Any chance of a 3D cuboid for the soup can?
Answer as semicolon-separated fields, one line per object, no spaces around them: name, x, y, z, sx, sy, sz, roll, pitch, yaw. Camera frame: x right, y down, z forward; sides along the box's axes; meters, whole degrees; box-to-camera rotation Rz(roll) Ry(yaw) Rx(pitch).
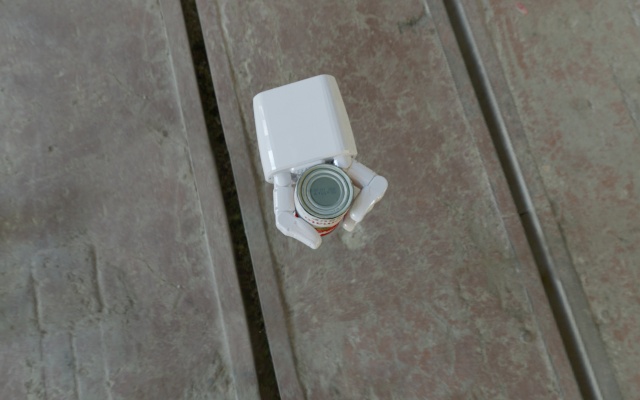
soup can;0.000;0.002;0.584;0.068;0.068;0.102;0;-15;-7
